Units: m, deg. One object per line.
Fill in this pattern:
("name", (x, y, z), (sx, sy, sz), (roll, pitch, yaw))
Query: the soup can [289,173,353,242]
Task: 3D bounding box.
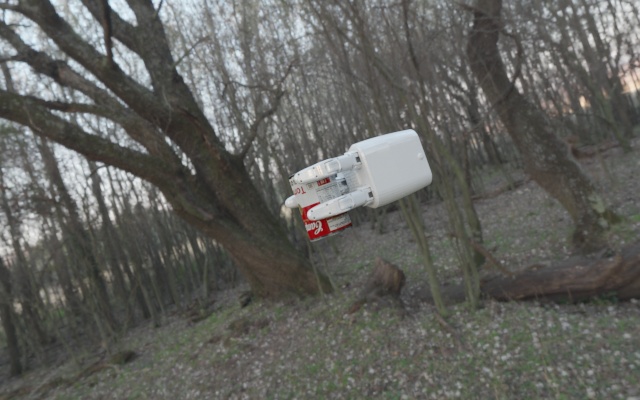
("soup can", (0.000, 0.002, 0.713), (0.068, 0.102, 0.068), (-20, 0, 0))
